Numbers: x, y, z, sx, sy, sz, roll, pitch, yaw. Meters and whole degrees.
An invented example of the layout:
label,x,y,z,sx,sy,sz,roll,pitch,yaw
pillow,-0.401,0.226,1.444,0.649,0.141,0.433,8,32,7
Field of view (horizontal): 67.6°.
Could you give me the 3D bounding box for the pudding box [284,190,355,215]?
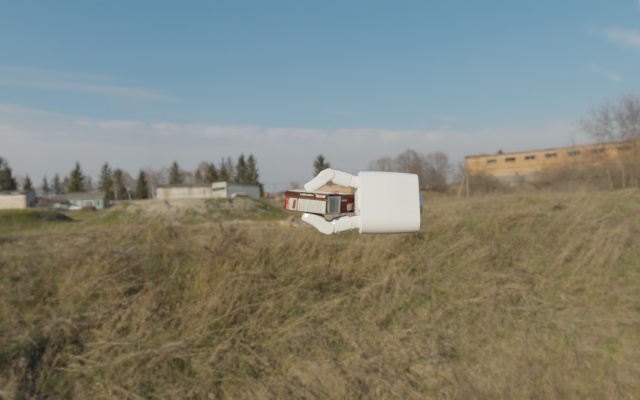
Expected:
label,x,y,z,sx,sy,sz,roll,pitch,yaw
pudding box,0.000,0.003,0.868,0.090,0.039,0.113,4,1,28
